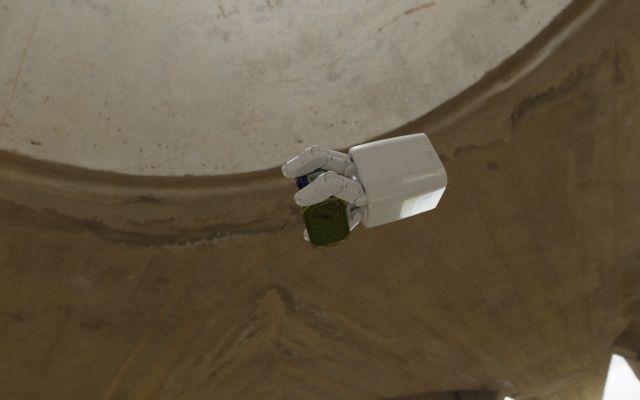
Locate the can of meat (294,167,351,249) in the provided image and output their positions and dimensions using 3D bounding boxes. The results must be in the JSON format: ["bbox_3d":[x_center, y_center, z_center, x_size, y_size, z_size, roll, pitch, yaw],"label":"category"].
[{"bbox_3d":[0.000,0.002,0.656,0.057,0.084,0.102,-16,-39,-1],"label":"can of meat"}]
